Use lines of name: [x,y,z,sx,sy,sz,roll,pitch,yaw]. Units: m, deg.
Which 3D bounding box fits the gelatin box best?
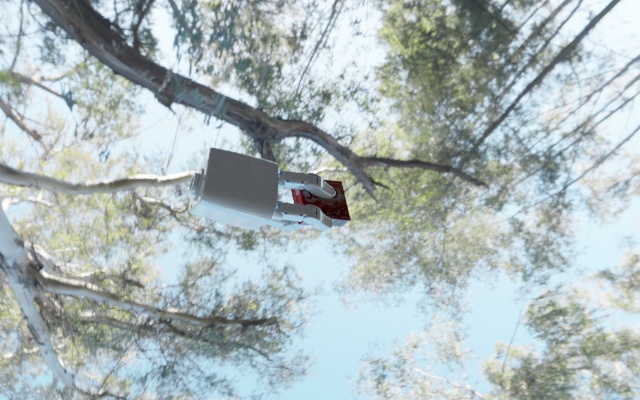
gelatin box: [0.000,0.003,0.765,0.089,0.073,0.030,5,-30,-33]
